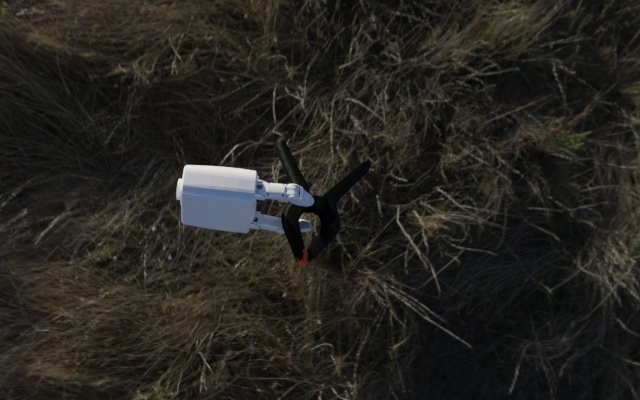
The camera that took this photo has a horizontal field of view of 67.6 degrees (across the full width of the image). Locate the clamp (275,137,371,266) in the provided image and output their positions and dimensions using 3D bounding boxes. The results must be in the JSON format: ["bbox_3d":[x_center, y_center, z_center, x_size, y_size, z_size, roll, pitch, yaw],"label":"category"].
[{"bbox_3d":[0.000,0.003,0.774,0.164,0.210,0.036,6,-18,-9],"label":"clamp"}]
